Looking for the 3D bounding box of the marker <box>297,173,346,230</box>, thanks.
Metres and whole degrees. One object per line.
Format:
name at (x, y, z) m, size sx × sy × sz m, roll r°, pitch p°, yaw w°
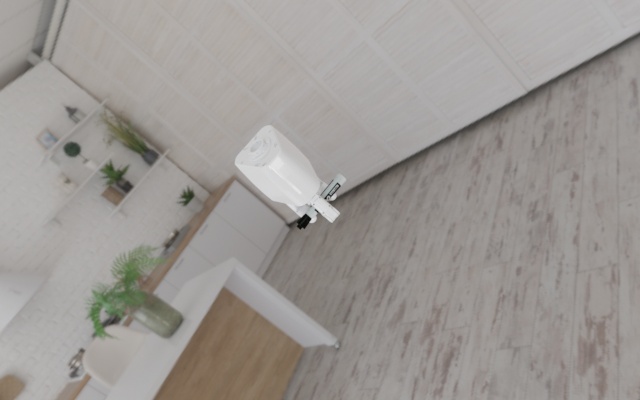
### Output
marker at (0.000, 0.003, 0.842) m, size 0.020 × 0.121 × 0.020 m, roll 40°, pitch -4°, yaw 4°
